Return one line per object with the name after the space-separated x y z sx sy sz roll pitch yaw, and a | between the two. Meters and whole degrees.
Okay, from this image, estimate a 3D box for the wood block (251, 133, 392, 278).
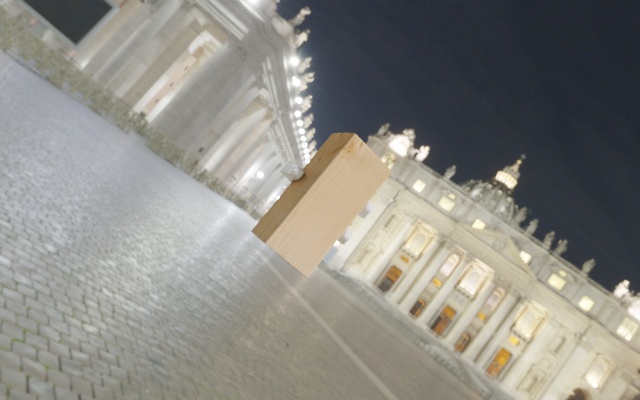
0.000 0.002 0.736 0.091 0.206 0.090 42 -8 -21 | wood block
